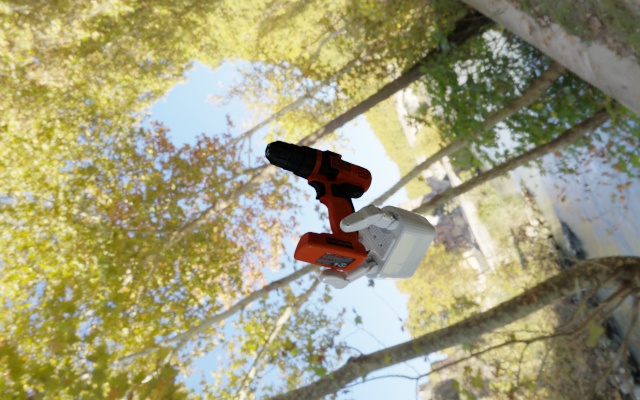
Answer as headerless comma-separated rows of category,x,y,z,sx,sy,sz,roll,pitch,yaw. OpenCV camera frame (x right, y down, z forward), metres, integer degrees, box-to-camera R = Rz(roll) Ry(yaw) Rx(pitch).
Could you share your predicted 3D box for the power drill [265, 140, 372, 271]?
power drill,0.000,0.003,0.716,0.184,0.187,0.057,15,-36,-23
